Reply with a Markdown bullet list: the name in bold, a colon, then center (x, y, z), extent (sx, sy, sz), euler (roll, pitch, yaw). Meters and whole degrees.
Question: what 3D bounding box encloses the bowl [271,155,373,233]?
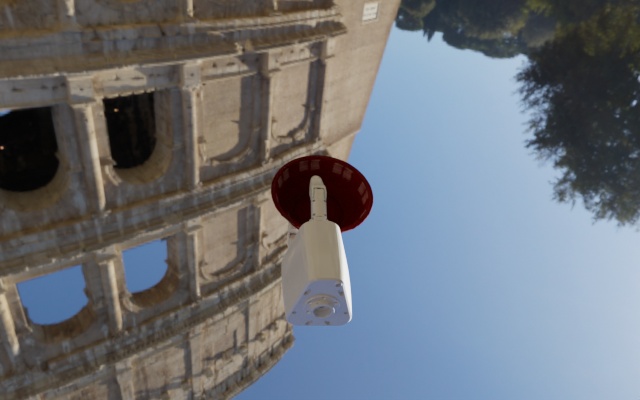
- **bowl**: center (0.000, 0.002, 0.766), extent (0.162, 0.162, 0.055), euler (0, -39, -10)
